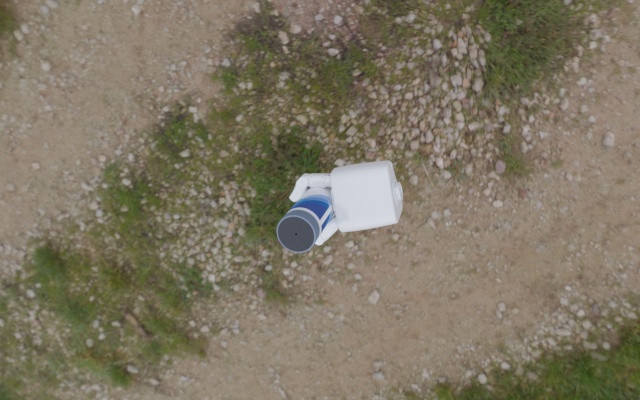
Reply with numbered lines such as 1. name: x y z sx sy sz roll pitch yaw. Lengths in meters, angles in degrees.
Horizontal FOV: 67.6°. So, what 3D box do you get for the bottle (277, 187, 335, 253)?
1. bottle: 0.000 0.003 0.895 0.069 0.069 0.295 0 20 17
